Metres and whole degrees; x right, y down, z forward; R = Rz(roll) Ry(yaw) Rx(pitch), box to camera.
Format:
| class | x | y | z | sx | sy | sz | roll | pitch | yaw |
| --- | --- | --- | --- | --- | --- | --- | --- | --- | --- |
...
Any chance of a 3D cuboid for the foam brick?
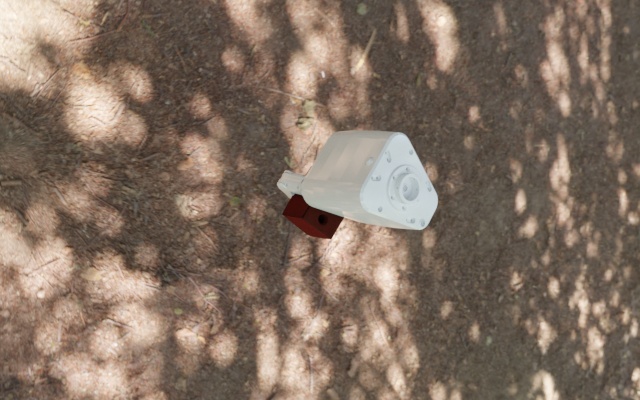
| class | x | y | z | sx | sy | sz | roll | pitch | yaw |
| --- | --- | --- | --- | --- | --- | --- | --- | --- | --- |
| foam brick | 0.000 | 0.002 | 0.599 | 0.053 | 0.078 | 0.051 | 39 | -16 | -31 |
